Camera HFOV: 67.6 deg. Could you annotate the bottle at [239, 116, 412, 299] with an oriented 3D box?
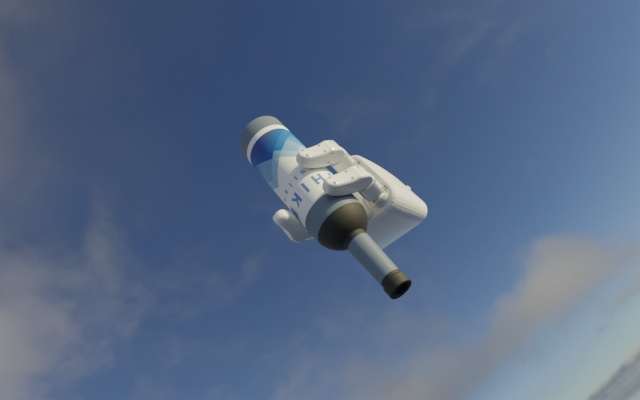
[{"bbox_3d":[0.000,0.002,0.563,0.069,0.069,0.295,0,37,-44],"label":"bottle"}]
